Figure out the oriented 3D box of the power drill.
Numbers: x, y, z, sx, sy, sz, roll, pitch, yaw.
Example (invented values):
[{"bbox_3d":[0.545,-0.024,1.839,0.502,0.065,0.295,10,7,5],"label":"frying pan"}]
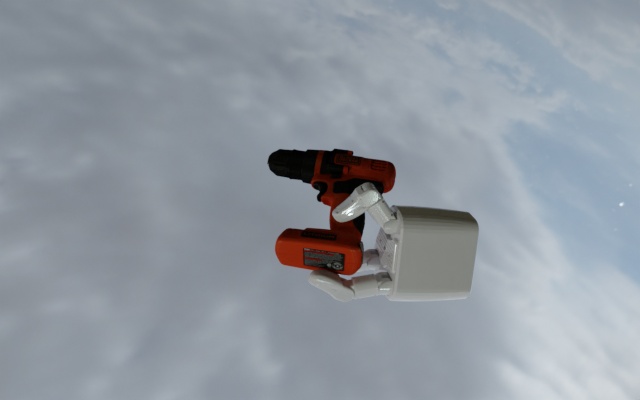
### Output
[{"bbox_3d":[0.000,0.002,0.631,0.184,0.187,0.057,7,-43,10],"label":"power drill"}]
